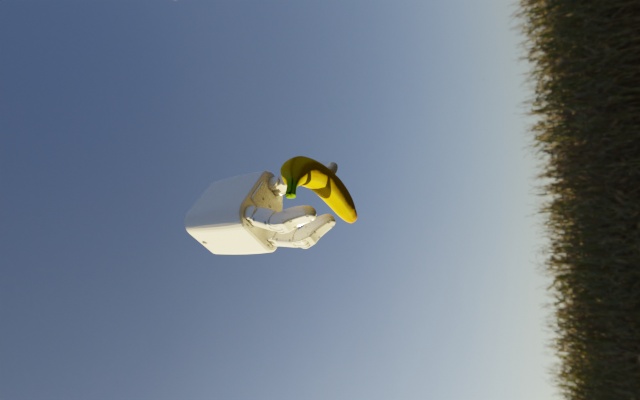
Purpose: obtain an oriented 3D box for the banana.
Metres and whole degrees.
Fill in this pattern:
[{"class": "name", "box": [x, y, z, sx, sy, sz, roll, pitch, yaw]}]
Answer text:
[{"class": "banana", "box": [-0.003, -0.017, 0.627, 0.037, 0.069, 0.198, -10, -15, 26]}]
